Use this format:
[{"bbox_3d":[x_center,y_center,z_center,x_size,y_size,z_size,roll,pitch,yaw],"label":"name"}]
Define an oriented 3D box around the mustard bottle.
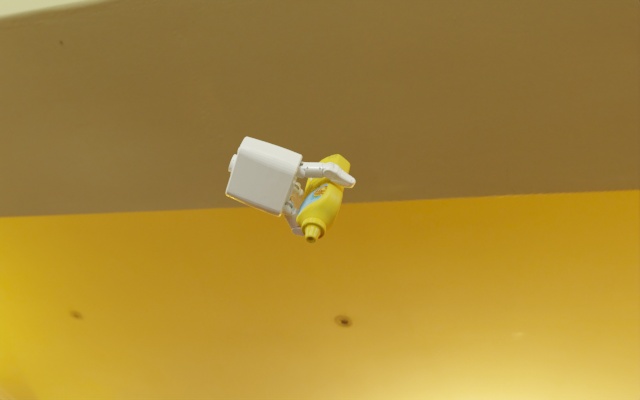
[{"bbox_3d":[0.000,0.003,0.851,0.058,0.191,0.096,39,-53,-19],"label":"mustard bottle"}]
